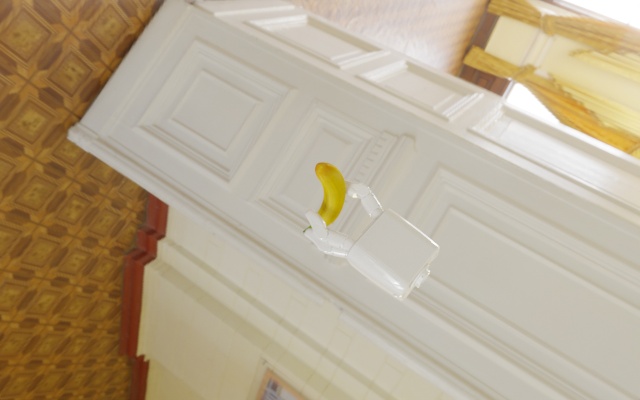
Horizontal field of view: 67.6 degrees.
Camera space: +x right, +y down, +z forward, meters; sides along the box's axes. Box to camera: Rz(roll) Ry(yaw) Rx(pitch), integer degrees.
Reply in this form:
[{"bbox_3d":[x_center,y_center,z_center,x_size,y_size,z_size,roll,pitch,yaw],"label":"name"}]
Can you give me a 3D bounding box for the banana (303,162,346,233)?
[{"bbox_3d":[0.013,-0.005,0.801,0.069,0.037,0.198,-35,-25,-29],"label":"banana"}]
